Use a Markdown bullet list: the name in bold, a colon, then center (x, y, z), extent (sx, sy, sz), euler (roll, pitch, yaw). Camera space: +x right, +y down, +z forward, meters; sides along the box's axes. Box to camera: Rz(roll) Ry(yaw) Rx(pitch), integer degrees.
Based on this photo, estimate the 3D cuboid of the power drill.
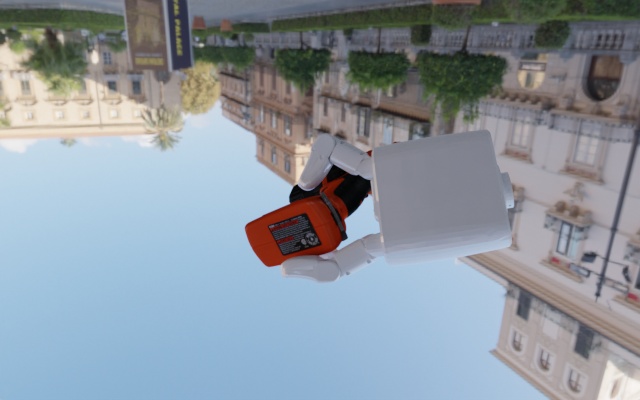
- **power drill**: center (0.000, 0.002, 0.536), extent (0.184, 0.057, 0.187), euler (-22, 12, 37)
